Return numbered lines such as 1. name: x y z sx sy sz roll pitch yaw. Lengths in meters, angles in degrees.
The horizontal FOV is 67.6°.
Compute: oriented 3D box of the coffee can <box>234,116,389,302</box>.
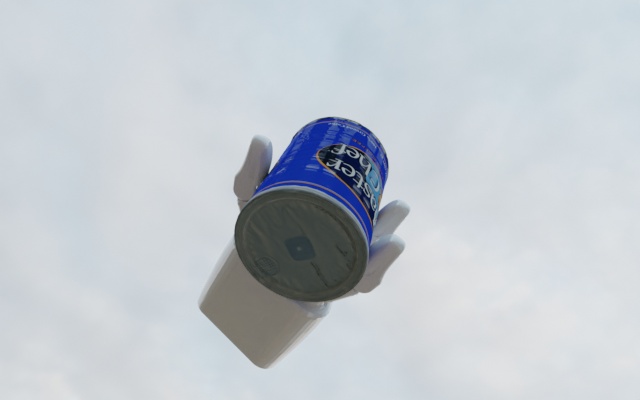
1. coffee can: 0.000 0.001 0.409 0.103 0.103 0.140 0 30 16
